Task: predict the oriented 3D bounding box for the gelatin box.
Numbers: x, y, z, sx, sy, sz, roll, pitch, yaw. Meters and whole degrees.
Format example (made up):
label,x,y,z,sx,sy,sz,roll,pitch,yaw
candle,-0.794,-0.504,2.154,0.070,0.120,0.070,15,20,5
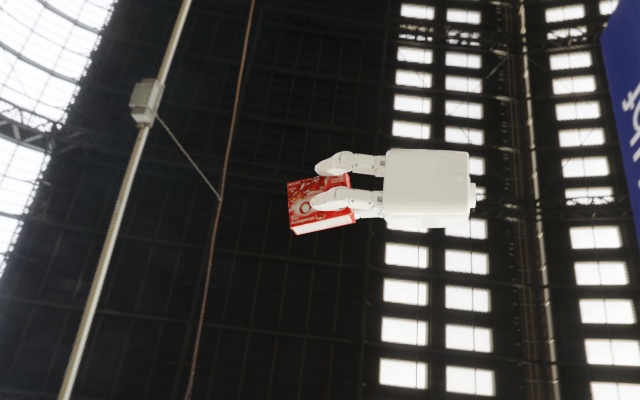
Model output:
label,x,y,z,sx,sy,sz,roll,pitch,yaw
gelatin box,0.000,0.002,0.671,0.089,0.073,0.030,-13,-30,12
